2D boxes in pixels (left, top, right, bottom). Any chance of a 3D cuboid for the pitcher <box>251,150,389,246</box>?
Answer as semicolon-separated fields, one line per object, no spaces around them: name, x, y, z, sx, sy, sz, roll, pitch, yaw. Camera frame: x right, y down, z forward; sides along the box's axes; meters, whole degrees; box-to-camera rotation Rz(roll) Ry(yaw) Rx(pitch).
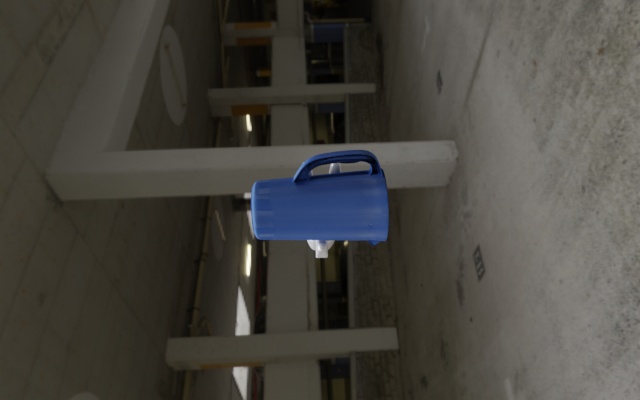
pitcher;0.000;0.003;0.865;0.243;0.149;0.145;-2;-17;-1
